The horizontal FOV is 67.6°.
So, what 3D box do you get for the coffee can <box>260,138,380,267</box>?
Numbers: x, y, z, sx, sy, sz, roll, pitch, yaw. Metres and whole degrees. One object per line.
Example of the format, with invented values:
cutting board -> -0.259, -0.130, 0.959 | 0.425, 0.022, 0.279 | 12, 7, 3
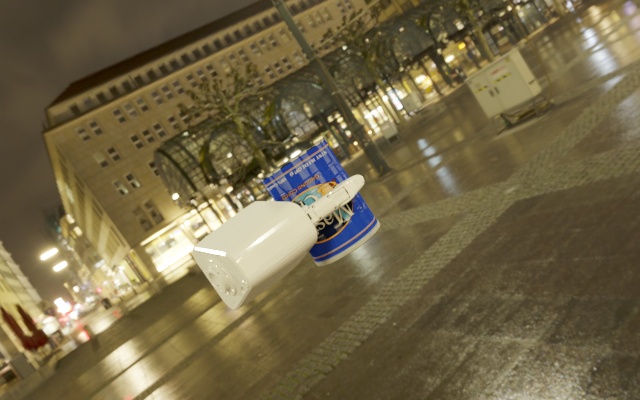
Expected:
coffee can -> 0.000, 0.002, 0.642 | 0.103, 0.140, 0.103 | -33, 5, 4
